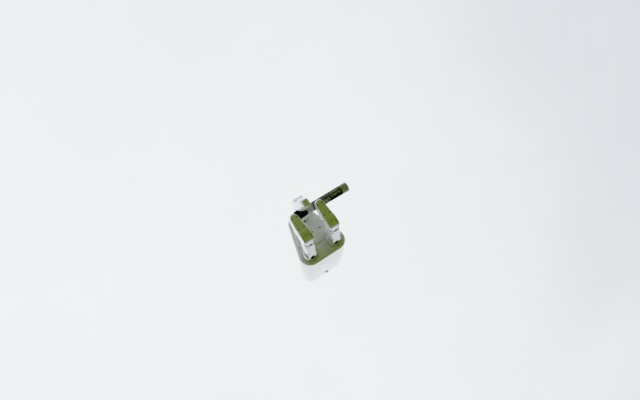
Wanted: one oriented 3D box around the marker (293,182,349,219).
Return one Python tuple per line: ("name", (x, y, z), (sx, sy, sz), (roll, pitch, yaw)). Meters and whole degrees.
("marker", (0.000, 0.003, 0.890), (0.121, 0.020, 0.020), (-31, 9, -16))
